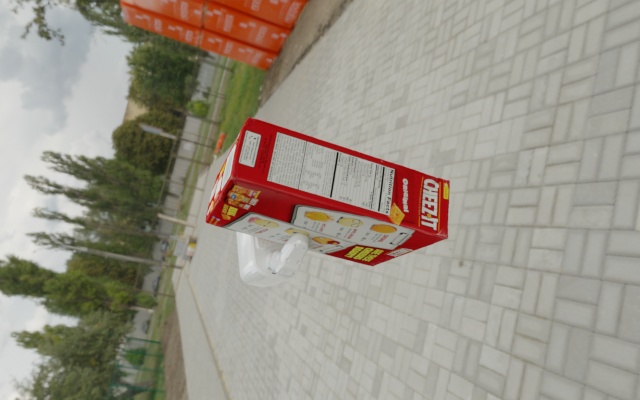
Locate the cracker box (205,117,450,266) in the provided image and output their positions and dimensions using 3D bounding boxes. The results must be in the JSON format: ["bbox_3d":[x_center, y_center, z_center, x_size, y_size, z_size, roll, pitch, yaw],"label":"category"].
[{"bbox_3d":[0.000,0.002,0.503,0.214,0.072,0.164,15,-21,-16],"label":"cracker box"}]
